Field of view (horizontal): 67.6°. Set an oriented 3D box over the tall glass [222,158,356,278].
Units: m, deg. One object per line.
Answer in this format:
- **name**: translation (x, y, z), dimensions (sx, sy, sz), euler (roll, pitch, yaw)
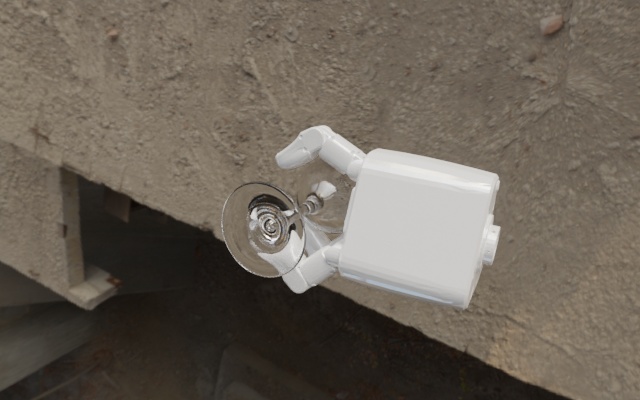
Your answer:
- **tall glass**: translation (0.000, 0.001, 0.441), dimensions (0.079, 0.079, 0.201), euler (0, 12, 26)
